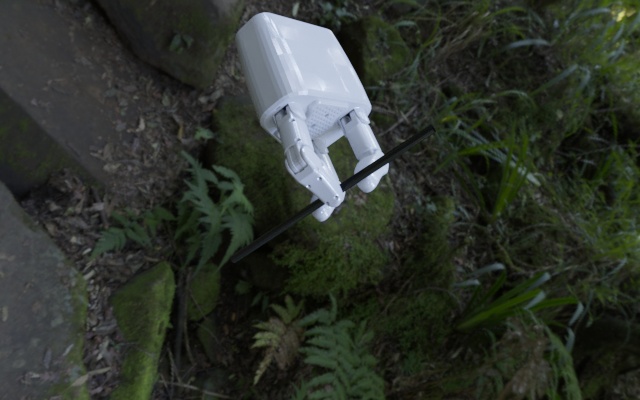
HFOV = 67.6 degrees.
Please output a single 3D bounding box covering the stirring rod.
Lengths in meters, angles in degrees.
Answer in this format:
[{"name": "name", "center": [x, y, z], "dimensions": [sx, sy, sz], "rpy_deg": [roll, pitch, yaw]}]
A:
[{"name": "stirring rod", "center": [0.000, 0.001, 0.434], "dimensions": [0.239, 0.011, 0.011], "rpy_deg": [-33, -17, 27]}]
